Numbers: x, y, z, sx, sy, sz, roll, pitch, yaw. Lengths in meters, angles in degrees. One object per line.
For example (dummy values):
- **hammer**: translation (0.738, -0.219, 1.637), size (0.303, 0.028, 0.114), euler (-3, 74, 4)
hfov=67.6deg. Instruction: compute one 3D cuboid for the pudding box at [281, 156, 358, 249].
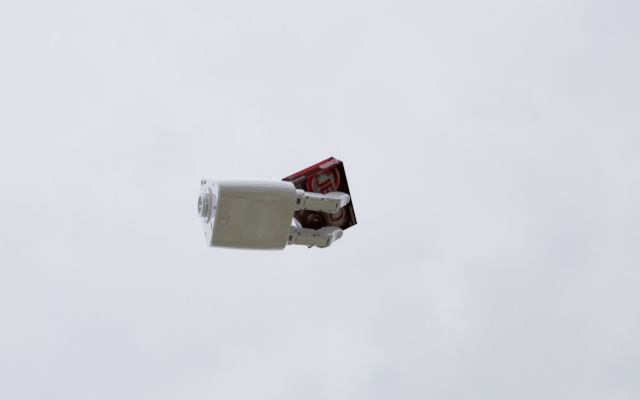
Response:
- **pudding box**: translation (0.000, 0.002, 0.713), size (0.090, 0.114, 0.039), euler (-25, 32, -17)
